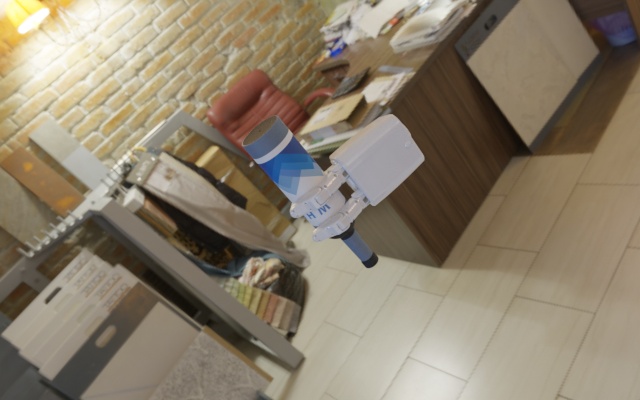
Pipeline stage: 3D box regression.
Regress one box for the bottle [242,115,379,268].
[{"bbox_3d":[0.000,0.002,0.737,0.069,0.069,0.296,0,-43,54],"label":"bottle"}]
